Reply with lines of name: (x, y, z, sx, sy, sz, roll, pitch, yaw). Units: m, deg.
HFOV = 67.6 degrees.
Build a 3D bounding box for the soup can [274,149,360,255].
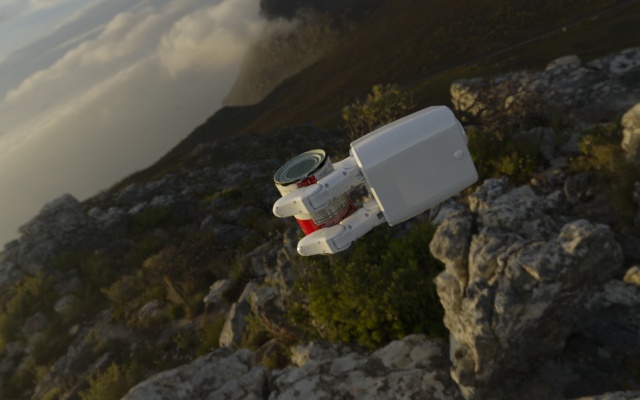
soup can: (-0.001, 0.002, 0.543, 0.068, 0.102, 0.068, -24, 26, 12)
